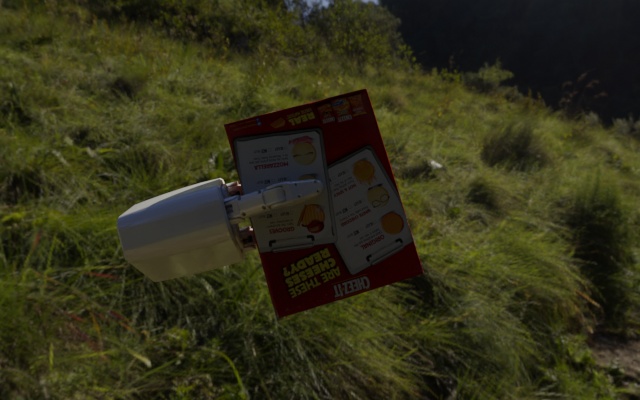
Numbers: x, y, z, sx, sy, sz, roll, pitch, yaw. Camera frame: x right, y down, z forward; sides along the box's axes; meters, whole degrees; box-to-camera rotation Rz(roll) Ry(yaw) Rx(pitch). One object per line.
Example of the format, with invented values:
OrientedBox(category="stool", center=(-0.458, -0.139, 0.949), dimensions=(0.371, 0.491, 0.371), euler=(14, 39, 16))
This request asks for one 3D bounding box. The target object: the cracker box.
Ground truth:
OrientedBox(category="cracker box", center=(0.000, 0.002, 0.536), dimensions=(0.164, 0.213, 0.072), euler=(-16, -6, -6))
